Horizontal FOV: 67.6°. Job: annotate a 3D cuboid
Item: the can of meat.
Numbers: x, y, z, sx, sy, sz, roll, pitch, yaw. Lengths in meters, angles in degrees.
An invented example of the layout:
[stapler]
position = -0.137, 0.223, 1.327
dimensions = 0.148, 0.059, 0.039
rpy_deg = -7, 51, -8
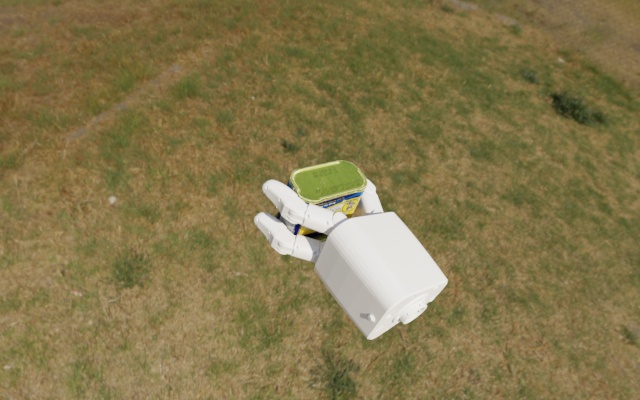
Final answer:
[can of meat]
position = 0.000, 0.002, 0.587
dimensions = 0.102, 0.057, 0.084
rpy_deg = -16, -33, -31
